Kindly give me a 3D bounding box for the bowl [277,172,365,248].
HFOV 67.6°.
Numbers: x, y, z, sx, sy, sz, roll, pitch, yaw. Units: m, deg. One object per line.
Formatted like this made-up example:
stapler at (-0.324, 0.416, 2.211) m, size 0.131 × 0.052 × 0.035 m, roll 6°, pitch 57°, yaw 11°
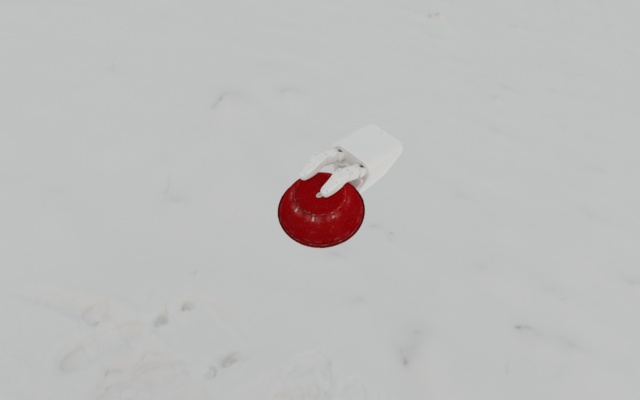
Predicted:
bowl at (-0.001, 0.004, 0.856) m, size 0.162 × 0.162 × 0.055 m, roll 0°, pitch -35°, yaw 3°
